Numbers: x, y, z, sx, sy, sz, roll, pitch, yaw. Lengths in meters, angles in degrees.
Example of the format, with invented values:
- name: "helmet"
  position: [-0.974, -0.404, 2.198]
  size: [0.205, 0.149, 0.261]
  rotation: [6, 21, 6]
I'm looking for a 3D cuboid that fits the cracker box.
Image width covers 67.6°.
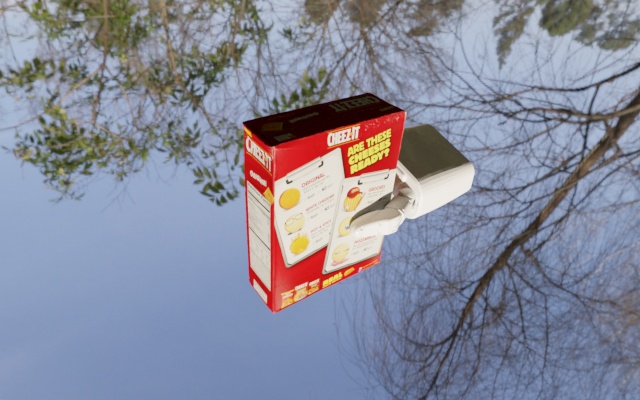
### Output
- name: "cracker box"
  position: [0.000, 0.002, 0.536]
  size: [0.164, 0.214, 0.072]
  rotation: [-20, 40, -31]
